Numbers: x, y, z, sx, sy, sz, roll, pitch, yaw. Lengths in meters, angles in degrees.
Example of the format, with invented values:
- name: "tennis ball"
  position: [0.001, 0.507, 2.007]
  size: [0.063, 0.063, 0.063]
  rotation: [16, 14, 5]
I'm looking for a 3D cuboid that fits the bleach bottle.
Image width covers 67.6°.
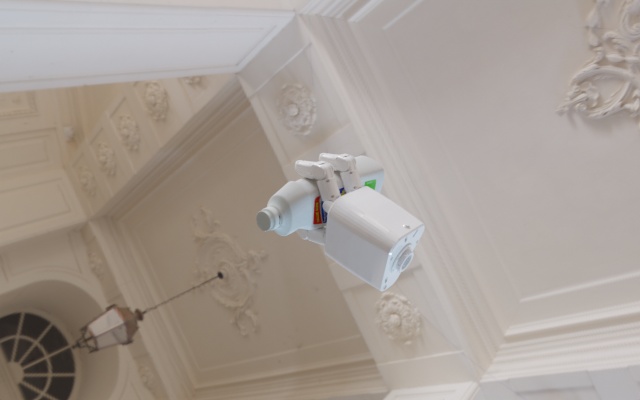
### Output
- name: "bleach bottle"
  position: [0.000, 0.002, 0.729]
  size: [0.068, 0.103, 0.251]
  rotation: [34, 34, 27]
